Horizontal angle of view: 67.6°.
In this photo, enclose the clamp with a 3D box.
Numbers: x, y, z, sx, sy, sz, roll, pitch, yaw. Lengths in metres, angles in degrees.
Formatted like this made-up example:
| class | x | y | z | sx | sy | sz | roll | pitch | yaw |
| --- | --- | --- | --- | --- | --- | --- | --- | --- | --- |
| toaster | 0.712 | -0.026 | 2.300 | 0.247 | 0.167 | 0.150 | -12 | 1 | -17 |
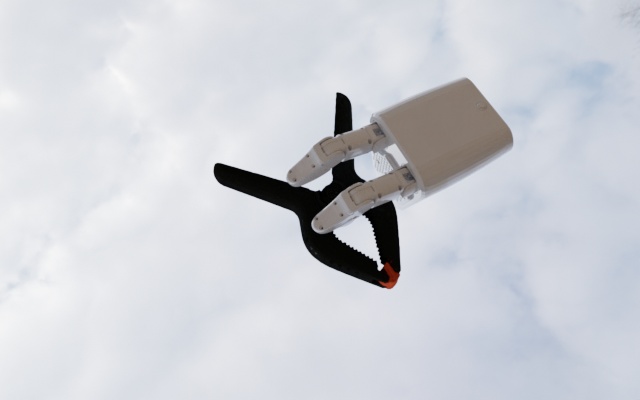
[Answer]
| class | x | y | z | sx | sy | sz | roll | pitch | yaw |
| --- | --- | --- | --- | --- | --- | --- | --- | --- | --- |
| clamp | 0.001 | 0.002 | 0.470 | 0.164 | 0.210 | 0.036 | -26 | -23 | -8 |
